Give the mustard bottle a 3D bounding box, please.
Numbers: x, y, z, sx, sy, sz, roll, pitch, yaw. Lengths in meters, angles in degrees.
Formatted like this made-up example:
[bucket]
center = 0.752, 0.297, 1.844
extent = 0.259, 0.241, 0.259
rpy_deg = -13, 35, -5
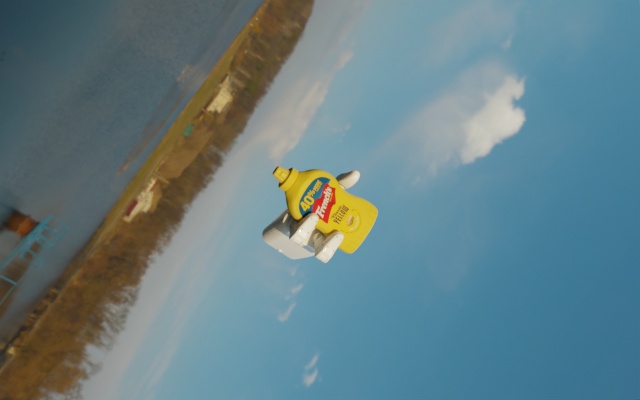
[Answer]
[mustard bottle]
center = 0.000, 0.003, 0.812
extent = 0.192, 0.096, 0.058
rpy_deg = 35, -5, -18
